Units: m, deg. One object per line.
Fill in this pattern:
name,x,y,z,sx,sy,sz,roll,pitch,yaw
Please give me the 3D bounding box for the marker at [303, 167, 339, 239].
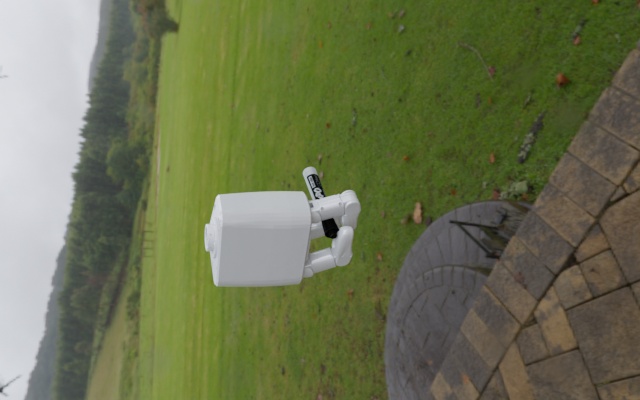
marker,0.000,0.002,0.611,0.020,0.020,0.121,0,43,-21
